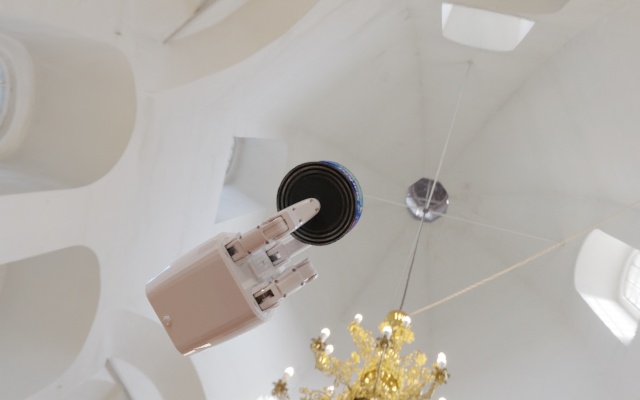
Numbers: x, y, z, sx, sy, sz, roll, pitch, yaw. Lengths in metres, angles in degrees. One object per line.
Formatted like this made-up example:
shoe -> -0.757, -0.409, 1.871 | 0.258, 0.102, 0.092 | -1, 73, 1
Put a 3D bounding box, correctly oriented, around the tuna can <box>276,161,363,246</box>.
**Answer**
tuna can -> 0.000, 0.002, 0.493 | 0.086, 0.086, 0.033 | 0, 8, 19
